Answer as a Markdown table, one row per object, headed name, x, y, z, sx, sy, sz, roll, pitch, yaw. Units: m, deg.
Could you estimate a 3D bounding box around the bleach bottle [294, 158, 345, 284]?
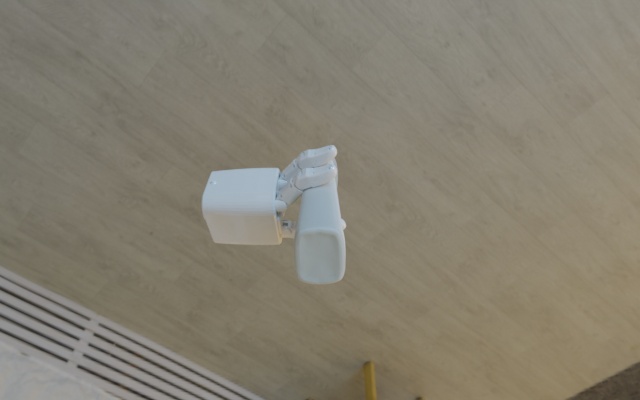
| name | x | y | z | sx | sy | sz | roll | pitch | yaw |
| --- | --- | --- | --- | --- | --- | --- | --- | --- | --- |
| bleach bottle | 0.000 | 0.002 | 0.718 | 0.068 | 0.103 | 0.250 | -1 | 35 | 1 |
